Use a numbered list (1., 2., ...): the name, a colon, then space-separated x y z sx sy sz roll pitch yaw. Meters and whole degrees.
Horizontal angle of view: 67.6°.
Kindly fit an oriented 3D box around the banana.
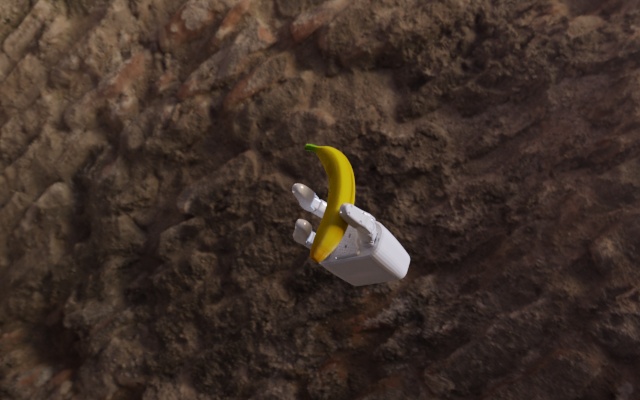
1. banana: 0.017 -0.006 0.676 0.069 0.197 0.037 -18 -36 21
